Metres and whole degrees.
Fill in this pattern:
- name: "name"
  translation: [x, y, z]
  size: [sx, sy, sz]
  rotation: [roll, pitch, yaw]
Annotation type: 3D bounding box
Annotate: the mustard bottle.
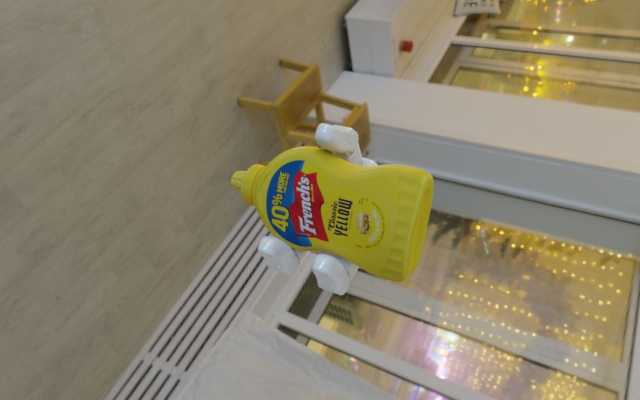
- name: "mustard bottle"
  translation: [0.000, 0.002, 0.438]
  size: [0.191, 0.096, 0.058]
  rotation: [15, 19, 24]
